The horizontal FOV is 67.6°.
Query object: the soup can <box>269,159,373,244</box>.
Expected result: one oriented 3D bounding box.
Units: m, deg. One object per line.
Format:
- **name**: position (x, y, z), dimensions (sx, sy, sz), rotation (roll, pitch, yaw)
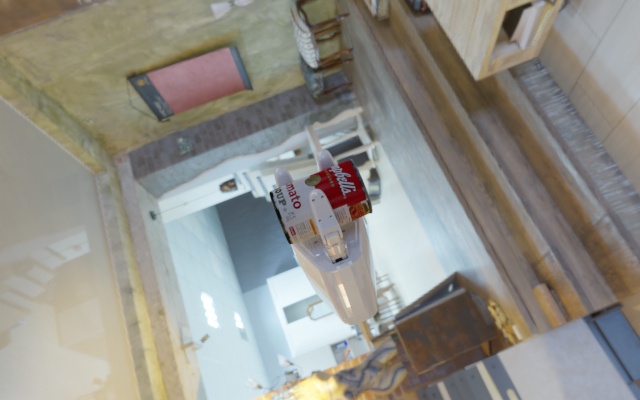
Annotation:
- **soup can**: position (0.000, 0.002, 0.549), dimensions (0.102, 0.068, 0.068), rotation (-21, 1, -2)
